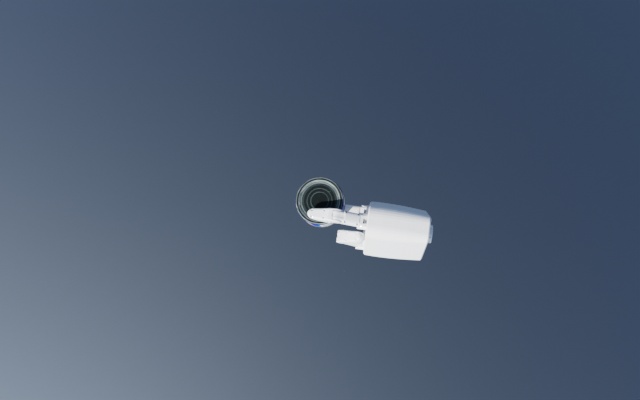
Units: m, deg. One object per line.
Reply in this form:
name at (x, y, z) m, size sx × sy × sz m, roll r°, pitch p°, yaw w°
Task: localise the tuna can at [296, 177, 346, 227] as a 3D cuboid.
tuna can at (0.000, 0.003, 0.841) m, size 0.086 × 0.086 × 0.034 m, roll 0°, pitch -9°, yaw 8°
